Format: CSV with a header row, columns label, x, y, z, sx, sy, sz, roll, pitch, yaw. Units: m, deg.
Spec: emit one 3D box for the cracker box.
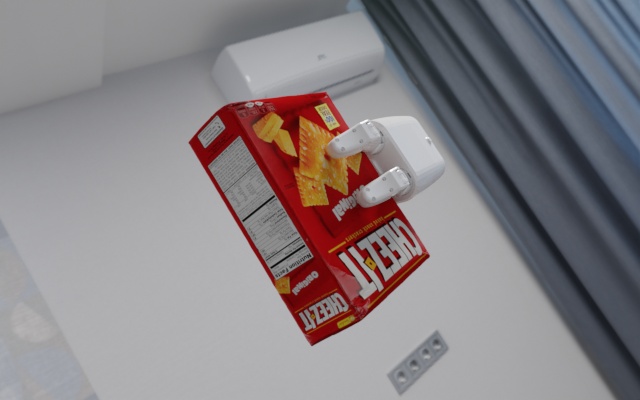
label,x,y,z,sx,sy,sz,roll,pitch,yaw
cracker box,0.000,0.001,0.464,0.072,0.213,0.164,-37,-8,35
